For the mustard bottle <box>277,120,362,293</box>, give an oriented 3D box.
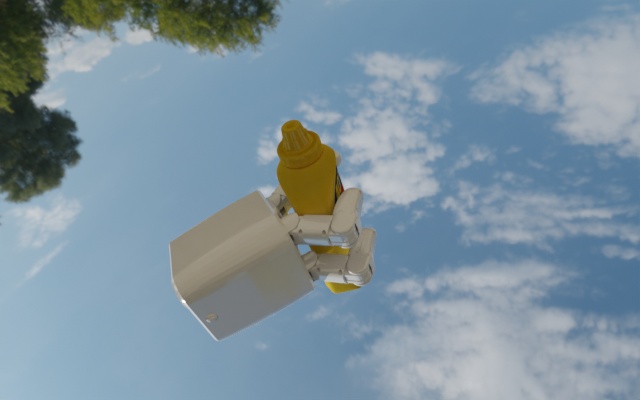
[{"bbox_3d":[0.000,0.002,0.477,0.058,0.192,0.096,-13,42,11],"label":"mustard bottle"}]
